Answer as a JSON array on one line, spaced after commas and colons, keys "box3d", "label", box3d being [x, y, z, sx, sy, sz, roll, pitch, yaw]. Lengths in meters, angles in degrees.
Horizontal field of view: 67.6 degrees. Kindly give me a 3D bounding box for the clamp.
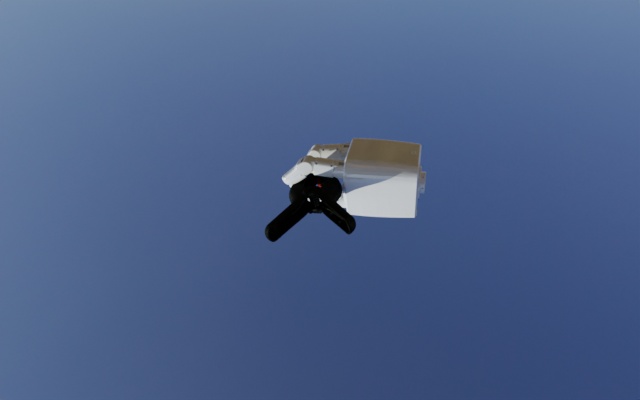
[{"box3d": [0.000, 0.003, 0.680, 0.120, 0.039, 0.171, 4, 35, 13], "label": "clamp"}]
